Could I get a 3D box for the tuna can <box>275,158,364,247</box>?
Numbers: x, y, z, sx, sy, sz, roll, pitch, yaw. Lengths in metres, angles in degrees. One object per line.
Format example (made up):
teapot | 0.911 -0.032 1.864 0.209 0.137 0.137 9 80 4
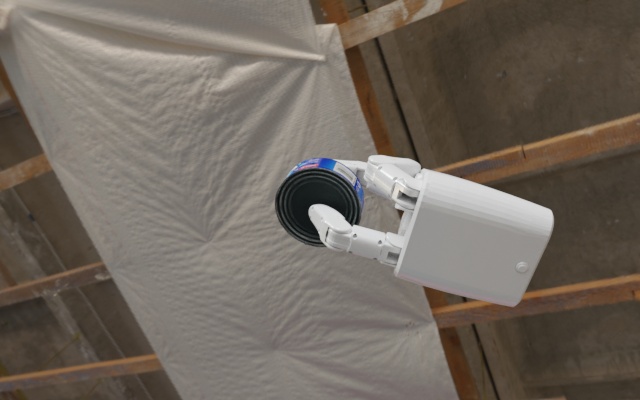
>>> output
tuna can | 0.000 0.001 0.476 0.086 0.086 0.033 0 25 12
